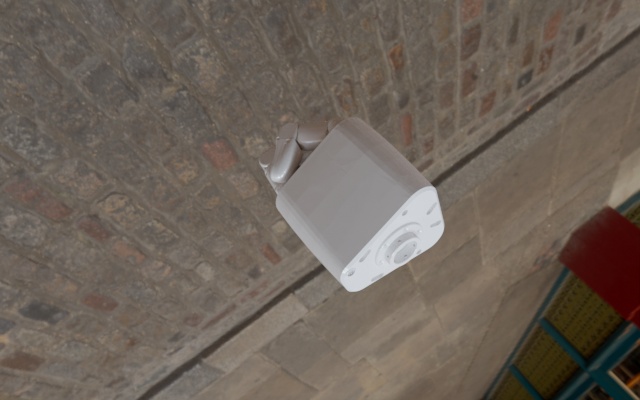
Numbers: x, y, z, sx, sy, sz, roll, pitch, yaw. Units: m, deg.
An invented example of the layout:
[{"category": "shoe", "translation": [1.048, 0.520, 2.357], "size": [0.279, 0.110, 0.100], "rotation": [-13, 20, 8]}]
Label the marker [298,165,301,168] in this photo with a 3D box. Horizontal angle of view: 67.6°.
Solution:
[{"category": "marker", "translation": [0.000, 0.002, 0.491], "size": [0.020, 0.020, 0.121], "rotation": [0, -30, 23]}]
